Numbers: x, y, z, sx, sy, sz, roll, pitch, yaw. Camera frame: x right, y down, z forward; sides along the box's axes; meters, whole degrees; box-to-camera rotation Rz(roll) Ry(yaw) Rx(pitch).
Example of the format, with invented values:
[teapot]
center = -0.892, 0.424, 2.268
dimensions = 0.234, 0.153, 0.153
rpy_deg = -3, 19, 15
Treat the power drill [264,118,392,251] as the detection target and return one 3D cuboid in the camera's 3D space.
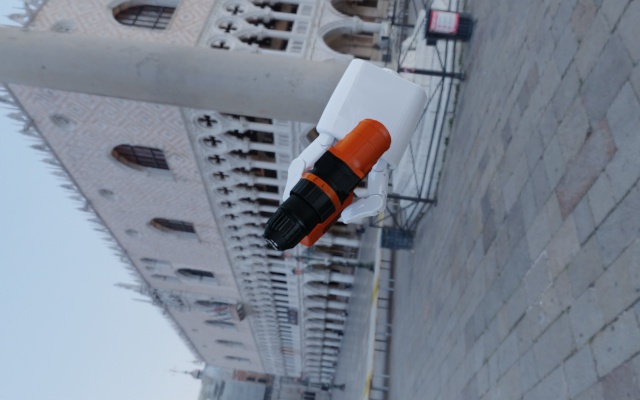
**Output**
[power drill]
center = 0.000, 0.002, 0.579
dimensions = 0.184, 0.057, 0.188
rpy_deg = -45, -4, -17
